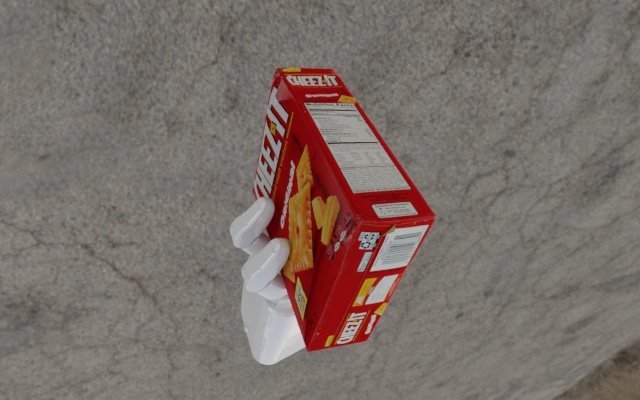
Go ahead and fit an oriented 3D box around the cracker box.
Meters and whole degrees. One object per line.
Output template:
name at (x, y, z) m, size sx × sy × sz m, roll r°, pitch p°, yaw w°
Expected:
cracker box at (0.000, 0.002, 0.445) m, size 0.072 × 0.164 × 0.213 m, roll -3°, pitch 44°, yaw -24°
